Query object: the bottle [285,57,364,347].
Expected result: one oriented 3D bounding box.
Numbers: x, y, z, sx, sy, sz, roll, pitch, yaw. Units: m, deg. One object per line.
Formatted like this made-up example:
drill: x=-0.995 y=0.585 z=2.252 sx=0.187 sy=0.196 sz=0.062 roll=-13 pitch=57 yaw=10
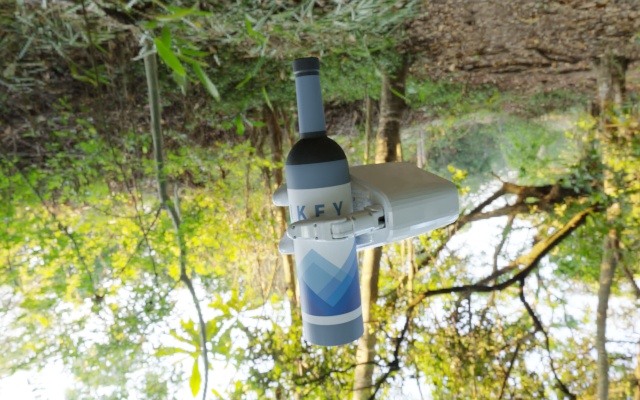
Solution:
bottle: x=0.000 y=0.002 z=0.505 sx=0.069 sy=0.296 sz=0.069 roll=-6 pitch=8 yaw=1
